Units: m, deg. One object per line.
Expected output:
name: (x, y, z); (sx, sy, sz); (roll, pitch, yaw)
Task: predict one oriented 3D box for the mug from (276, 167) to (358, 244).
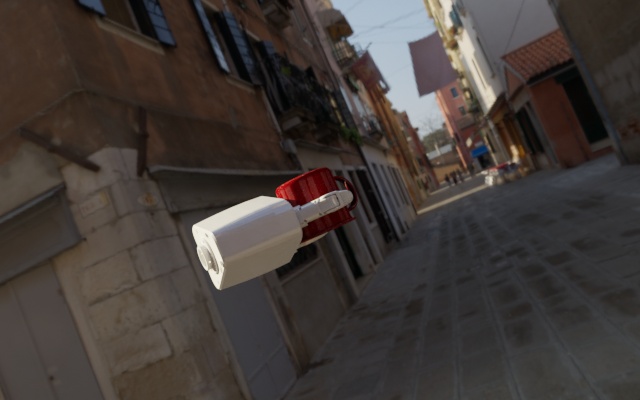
mug: (0.001, 0.001, 0.658); (0.117, 0.081, 0.093); (-23, -3, -27)
